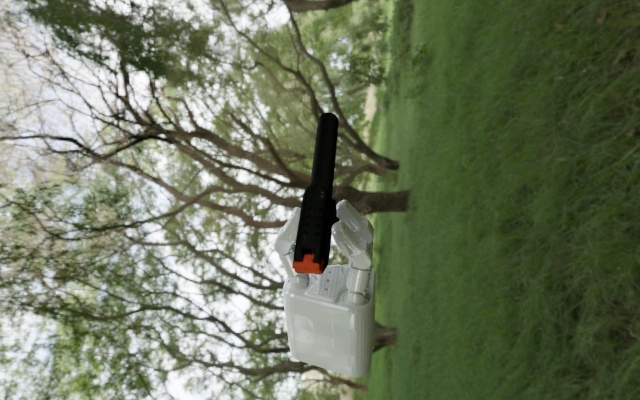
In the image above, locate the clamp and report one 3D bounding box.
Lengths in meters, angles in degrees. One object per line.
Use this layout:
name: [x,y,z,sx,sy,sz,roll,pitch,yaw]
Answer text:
clamp: [-0.001,0.002,0.535,0.036,0.165,0.210,2,25,8]
